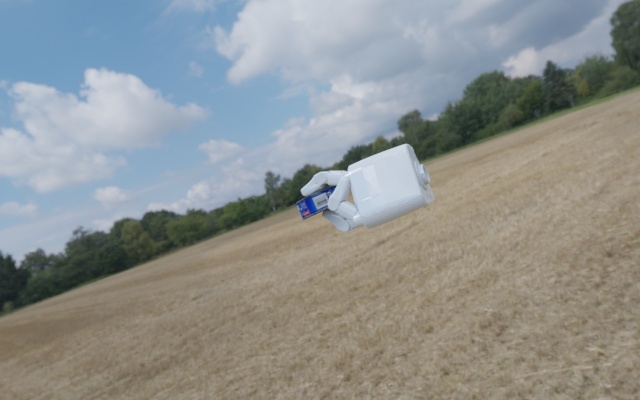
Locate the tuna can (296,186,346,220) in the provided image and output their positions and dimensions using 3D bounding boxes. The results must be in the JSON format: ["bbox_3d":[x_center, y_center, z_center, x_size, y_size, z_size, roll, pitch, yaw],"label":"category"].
[{"bbox_3d":[0.000,0.002,0.861,0.086,0.034,0.086,-25,-2,-1],"label":"tuna can"}]
